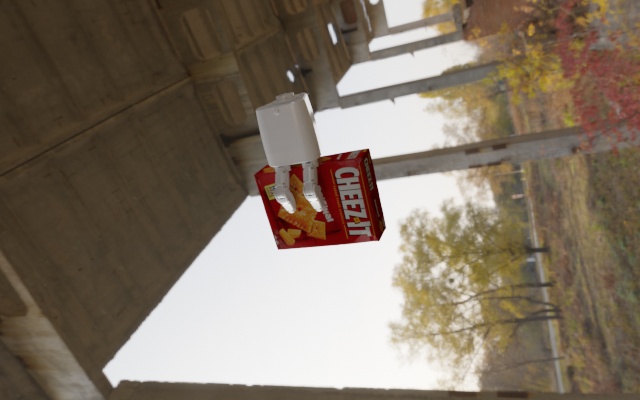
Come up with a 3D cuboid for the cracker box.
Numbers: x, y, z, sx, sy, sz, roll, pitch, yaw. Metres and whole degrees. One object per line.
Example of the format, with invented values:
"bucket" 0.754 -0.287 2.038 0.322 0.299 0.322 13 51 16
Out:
"cracker box" 0.000 0.003 0.900 0.214 0.164 0.072 -7 20 22
